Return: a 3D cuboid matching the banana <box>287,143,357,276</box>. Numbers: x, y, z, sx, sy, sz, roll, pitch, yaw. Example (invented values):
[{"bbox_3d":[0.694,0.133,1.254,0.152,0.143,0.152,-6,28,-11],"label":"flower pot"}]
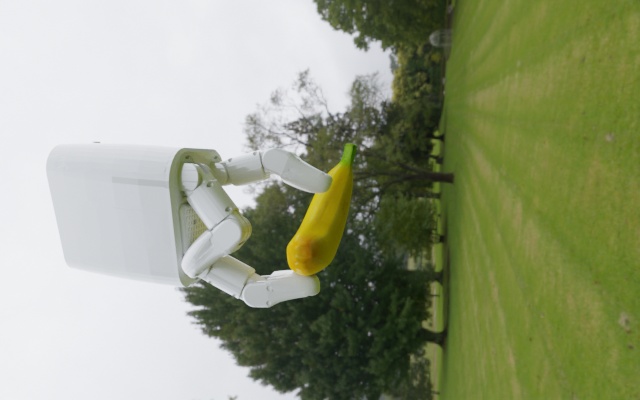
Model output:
[{"bbox_3d":[0.001,0.016,0.420,0.037,0.070,0.197,5,30,10],"label":"banana"}]
